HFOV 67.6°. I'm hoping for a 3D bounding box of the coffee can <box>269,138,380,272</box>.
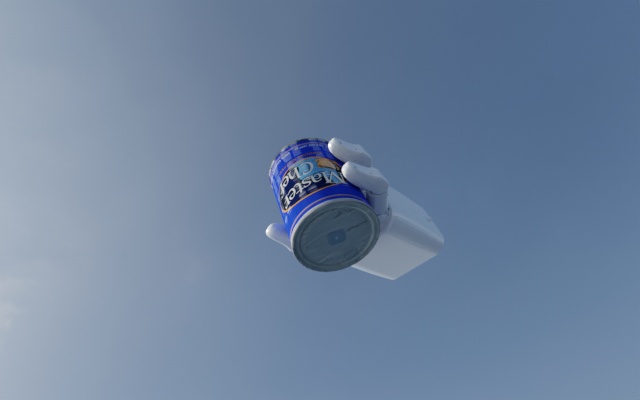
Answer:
[{"bbox_3d":[0.000,0.002,0.582,0.103,0.103,0.140,0,36,-19],"label":"coffee can"}]
